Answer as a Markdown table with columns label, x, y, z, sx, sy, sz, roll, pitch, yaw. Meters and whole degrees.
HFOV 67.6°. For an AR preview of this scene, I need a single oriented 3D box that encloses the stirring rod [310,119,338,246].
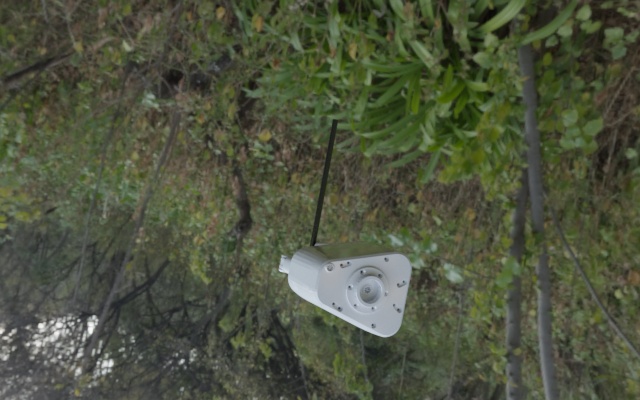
| label | x | y | z | sx | sy | sz | roll | pitch | yaw |
| --- | --- | --- | --- | --- | --- | --- | --- | --- | --- |
| stirring rod | 0.000 | 0.002 | 0.676 | 0.011 | 0.239 | 0.011 | 10 | -5 | 1 |
